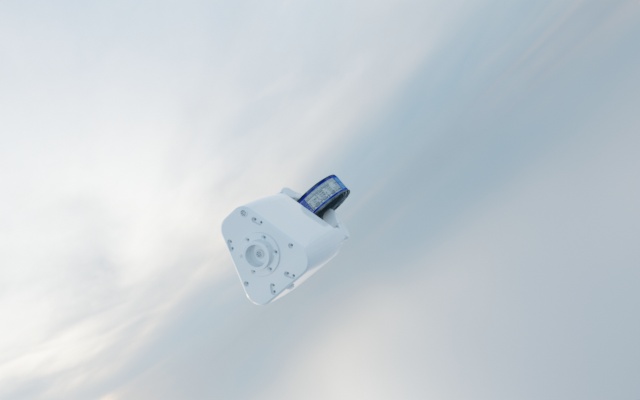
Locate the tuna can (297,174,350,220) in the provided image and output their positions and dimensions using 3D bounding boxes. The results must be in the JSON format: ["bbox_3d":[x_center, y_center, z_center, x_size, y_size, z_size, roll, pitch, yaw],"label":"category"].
[{"bbox_3d":[0.000,0.002,0.686,0.086,0.033,0.086,-39,-11,-9],"label":"tuna can"}]
